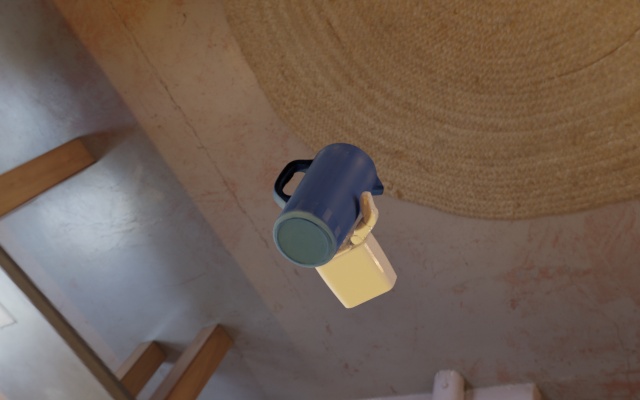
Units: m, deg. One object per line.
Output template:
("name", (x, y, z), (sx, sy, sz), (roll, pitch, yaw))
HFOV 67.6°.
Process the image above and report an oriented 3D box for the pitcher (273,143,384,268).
("pitcher", (0.000, 0.003, 0.839), (0.149, 0.145, 0.242), (-24, 19, 31))
